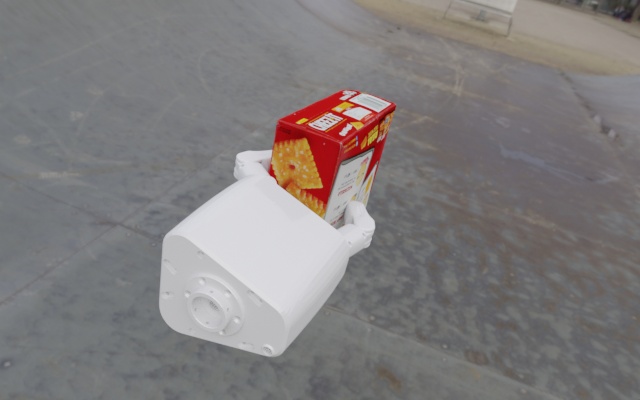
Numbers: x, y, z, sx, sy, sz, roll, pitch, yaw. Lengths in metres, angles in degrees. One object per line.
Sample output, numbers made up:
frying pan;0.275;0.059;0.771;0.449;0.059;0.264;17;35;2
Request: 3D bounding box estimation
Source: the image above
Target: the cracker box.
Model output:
cracker box;0.000;0.002;0.513;0.072;0.214;0.164;23;30;15
